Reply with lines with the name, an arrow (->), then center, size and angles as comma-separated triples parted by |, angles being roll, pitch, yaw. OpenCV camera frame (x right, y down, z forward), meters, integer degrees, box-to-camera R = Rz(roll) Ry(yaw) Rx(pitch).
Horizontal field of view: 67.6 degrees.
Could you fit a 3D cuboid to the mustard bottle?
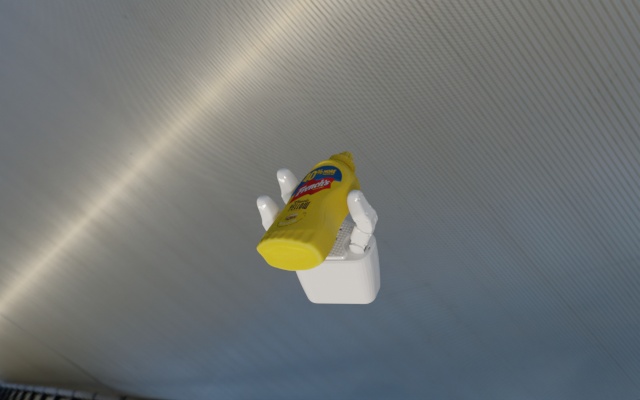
mustard bottle -> 0.000, 0.002, 0.621 | 0.096, 0.058, 0.191 | -11, 36, 41
